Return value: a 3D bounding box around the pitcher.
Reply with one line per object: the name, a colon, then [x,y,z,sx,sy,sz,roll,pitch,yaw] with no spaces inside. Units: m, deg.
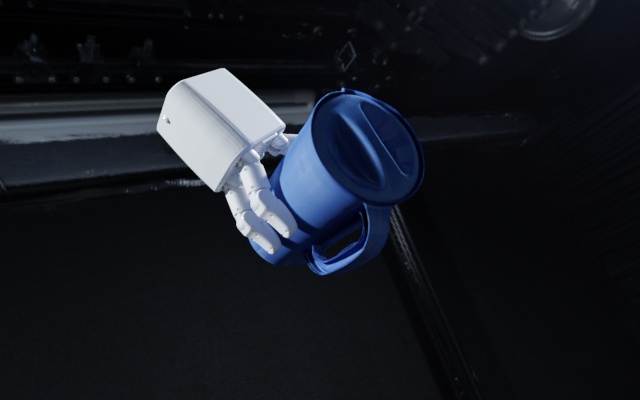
pitcher: [0.000,0.002,0.562,0.149,0.145,0.243,-49,3,-38]
